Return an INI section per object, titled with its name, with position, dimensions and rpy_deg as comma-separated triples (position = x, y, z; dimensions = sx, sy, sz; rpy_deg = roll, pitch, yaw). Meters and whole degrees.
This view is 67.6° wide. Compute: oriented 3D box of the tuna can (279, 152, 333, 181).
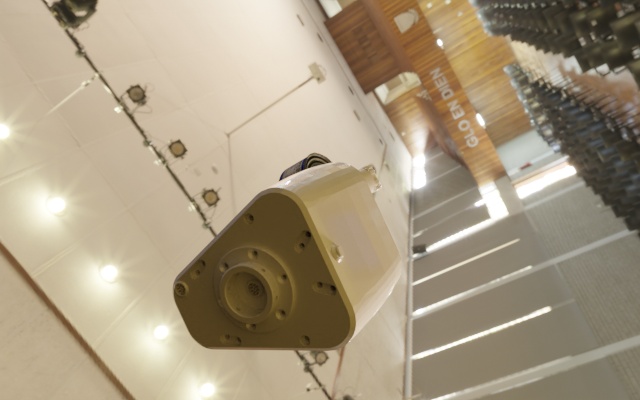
[tuna can]
position = 0.000, 0.002, 0.439
dimensions = 0.034, 0.086, 0.086
rpy_deg = -28, -13, 25
